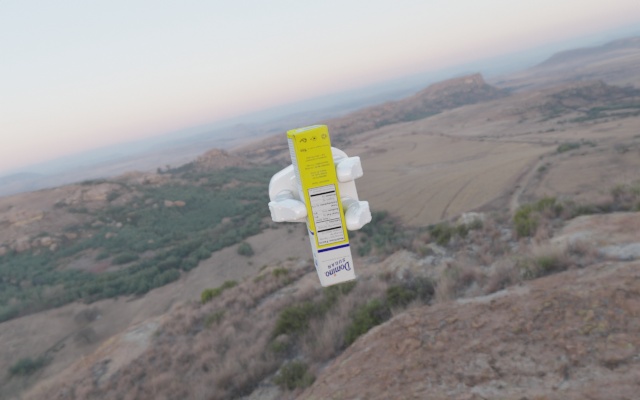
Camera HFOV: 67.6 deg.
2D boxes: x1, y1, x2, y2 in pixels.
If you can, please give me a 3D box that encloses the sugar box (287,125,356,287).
[{"bbox_3d":[0.001,0.002,0.562,0.048,0.176,0.093,-14,11,-4],"label":"sugar box"}]
